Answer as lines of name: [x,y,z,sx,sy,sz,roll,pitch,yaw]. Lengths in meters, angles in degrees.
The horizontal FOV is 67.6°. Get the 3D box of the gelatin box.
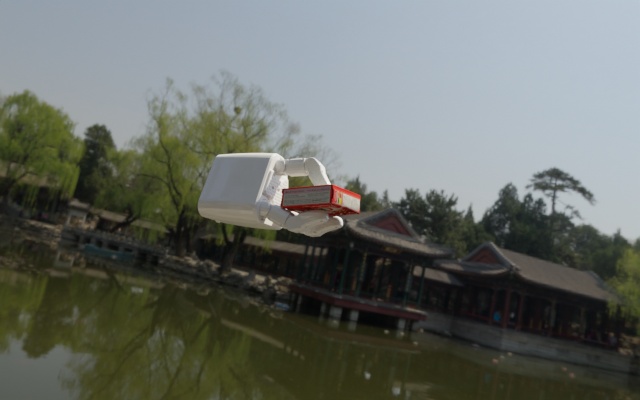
gelatin box: [0.000,0.002,0.670,0.089,0.030,0.073,-5,-15,35]
